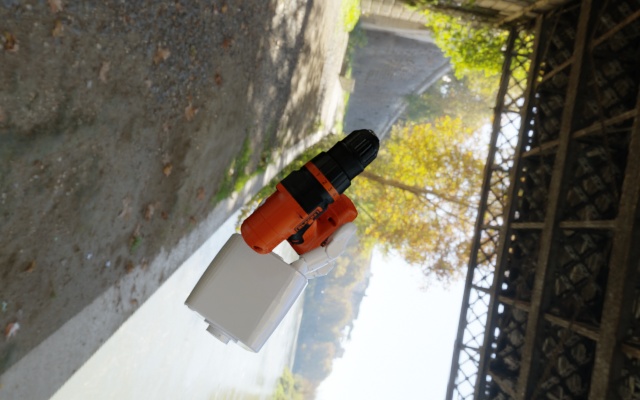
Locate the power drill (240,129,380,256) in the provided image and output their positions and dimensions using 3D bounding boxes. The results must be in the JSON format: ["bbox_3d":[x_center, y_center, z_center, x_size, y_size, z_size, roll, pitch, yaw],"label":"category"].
[{"bbox_3d":[0.000,0.002,0.589,0.184,0.057,0.188,-39,-17,-1],"label":"power drill"}]
